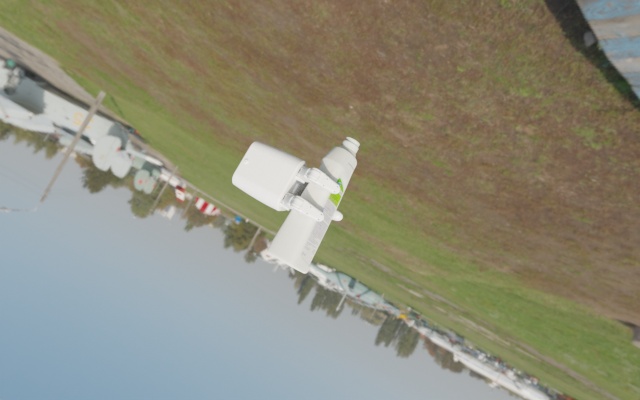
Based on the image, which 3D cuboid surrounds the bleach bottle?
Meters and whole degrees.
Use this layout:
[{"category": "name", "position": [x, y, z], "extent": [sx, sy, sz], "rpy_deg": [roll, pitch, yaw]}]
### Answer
[{"category": "bleach bottle", "position": [0.000, 0.003, 0.858], "extent": [0.068, 0.251, 0.102], "rpy_deg": [27, -8, 20]}]
